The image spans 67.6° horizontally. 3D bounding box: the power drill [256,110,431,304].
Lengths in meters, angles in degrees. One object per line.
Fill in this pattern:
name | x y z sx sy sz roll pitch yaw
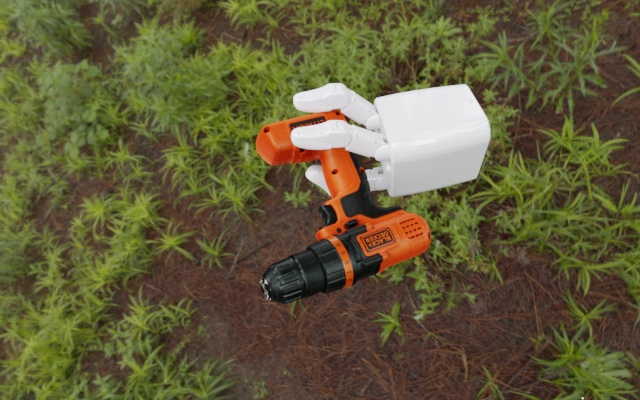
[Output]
power drill | 0.000 0.001 0.500 0.184 0.187 0.057 -16 -22 -23
